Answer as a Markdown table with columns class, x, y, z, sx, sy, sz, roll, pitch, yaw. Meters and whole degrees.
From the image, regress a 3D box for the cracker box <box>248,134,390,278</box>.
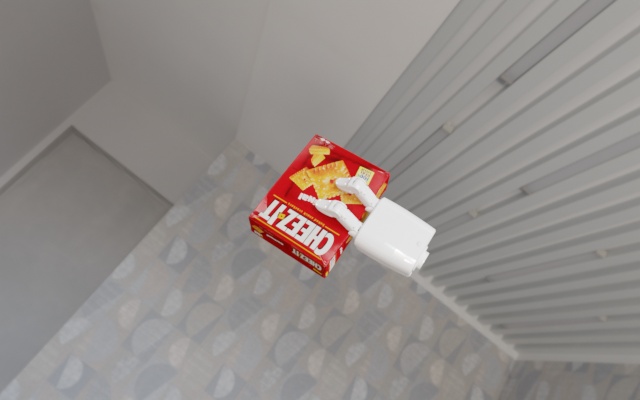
| class | x | y | z | sx | sy | sz | roll | pitch | yaw |
| --- | --- | --- | --- | --- | --- | --- | --- | --- | --- |
| cracker box | 0.000 | 0.003 | 0.858 | 0.164 | 0.213 | 0.072 | 31 | -23 | 14 |
